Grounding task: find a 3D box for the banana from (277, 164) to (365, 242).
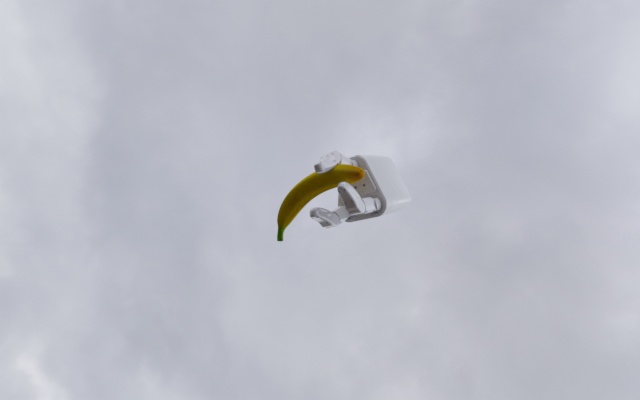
[{"bbox_3d":[-0.010,-0.011,0.790,0.198,0.069,0.037,-40,-25,27],"label":"banana"}]
